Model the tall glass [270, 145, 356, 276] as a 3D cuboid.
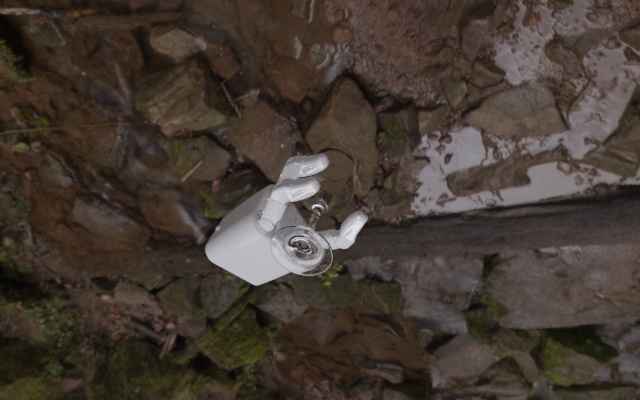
[{"bbox_3d":[0.000,0.002,0.621,0.079,0.079,0.201,0,35,16],"label":"tall glass"}]
